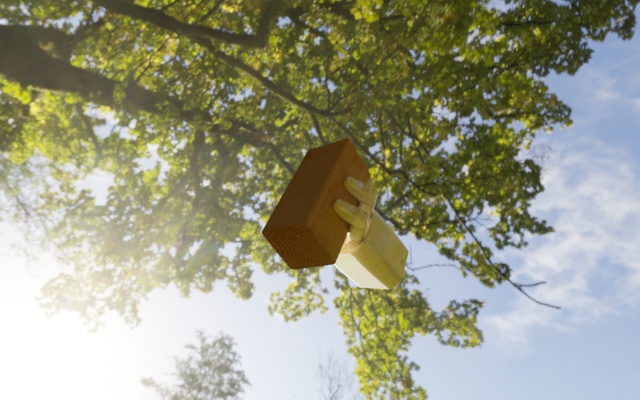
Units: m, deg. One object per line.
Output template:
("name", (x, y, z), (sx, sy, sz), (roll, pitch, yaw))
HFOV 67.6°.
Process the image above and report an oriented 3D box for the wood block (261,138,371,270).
("wood block", (0.000, 0.003, 0.779), (0.091, 0.090, 0.206), (-13, 35, 35))
